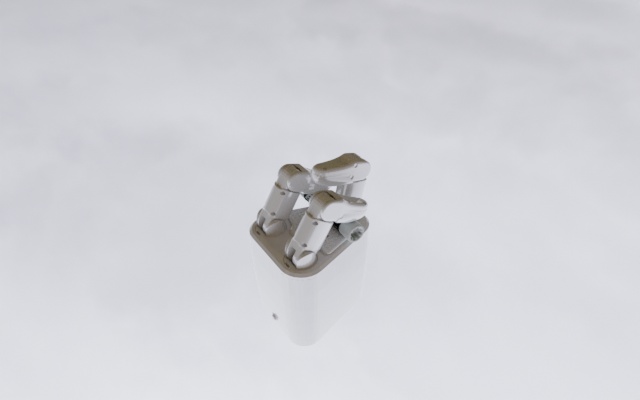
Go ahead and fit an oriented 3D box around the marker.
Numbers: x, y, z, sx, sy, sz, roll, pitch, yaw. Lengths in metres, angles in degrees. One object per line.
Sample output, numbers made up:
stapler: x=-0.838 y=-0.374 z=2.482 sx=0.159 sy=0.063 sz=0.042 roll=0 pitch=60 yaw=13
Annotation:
marker: x=0.000 y=0.002 z=0.476 sx=0.020 sy=0.020 sz=0.121 roll=0 pitch=29 yaw=-39
